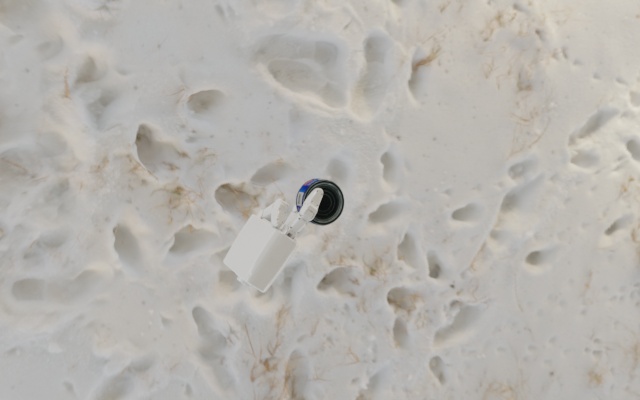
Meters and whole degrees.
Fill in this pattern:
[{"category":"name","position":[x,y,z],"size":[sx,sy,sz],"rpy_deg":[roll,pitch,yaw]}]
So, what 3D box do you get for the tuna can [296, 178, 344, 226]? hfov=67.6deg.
[{"category":"tuna can","position":[0.000,0.003,0.875],"size":[0.086,0.086,0.034],"rpy_deg":[0,5,-24]}]
